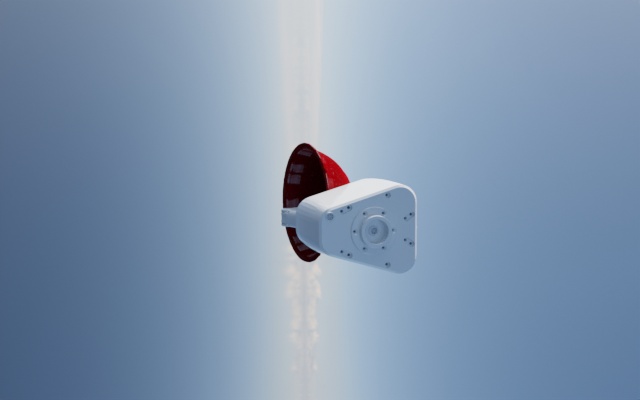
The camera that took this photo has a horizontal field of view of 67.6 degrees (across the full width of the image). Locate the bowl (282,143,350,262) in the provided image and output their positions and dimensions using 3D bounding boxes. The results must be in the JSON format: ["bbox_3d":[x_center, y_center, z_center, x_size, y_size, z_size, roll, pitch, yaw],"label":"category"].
[{"bbox_3d":[0.000,0.002,0.658,0.055,0.162,0.162,-2,1,-25],"label":"bowl"}]
